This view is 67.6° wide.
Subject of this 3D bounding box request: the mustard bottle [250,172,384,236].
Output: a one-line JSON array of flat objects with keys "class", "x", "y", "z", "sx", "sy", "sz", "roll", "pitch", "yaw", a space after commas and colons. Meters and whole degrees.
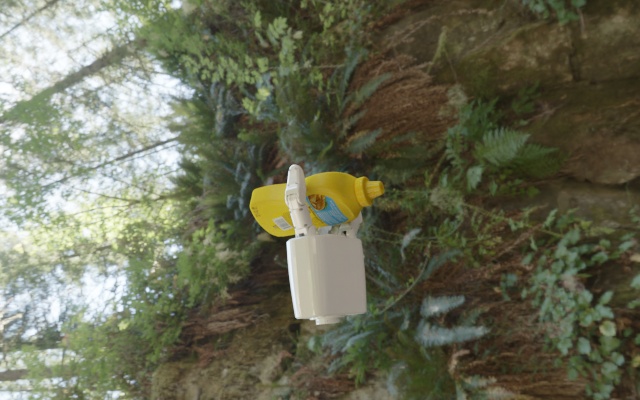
[{"class": "mustard bottle", "x": 0.000, "y": 0.002, "z": 0.694, "sx": 0.191, "sy": 0.058, "sz": 0.096, "roll": -13, "pitch": -41, "yaw": 26}]
